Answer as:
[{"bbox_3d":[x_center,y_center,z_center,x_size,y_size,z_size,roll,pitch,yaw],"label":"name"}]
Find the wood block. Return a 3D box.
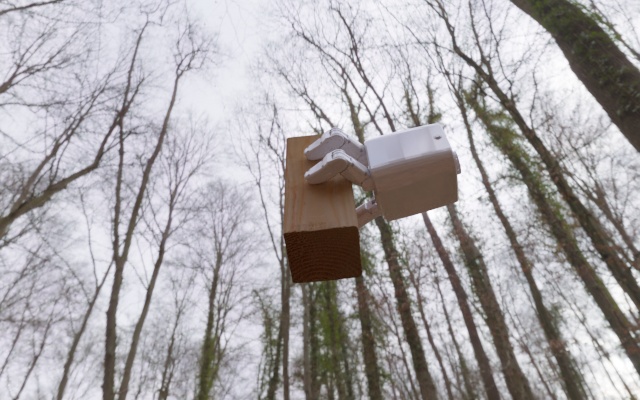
[{"bbox_3d":[0.001,0.002,0.650,0.090,0.091,0.206,-6,39,2],"label":"wood block"}]
